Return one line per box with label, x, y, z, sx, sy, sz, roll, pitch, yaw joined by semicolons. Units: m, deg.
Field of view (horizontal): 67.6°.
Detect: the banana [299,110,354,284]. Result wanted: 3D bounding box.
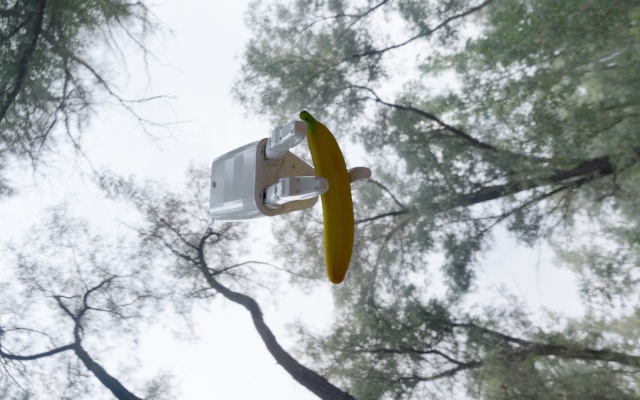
banana;0.010;-0.005;0.557;0.037;0.198;0.069;-8;6;37
